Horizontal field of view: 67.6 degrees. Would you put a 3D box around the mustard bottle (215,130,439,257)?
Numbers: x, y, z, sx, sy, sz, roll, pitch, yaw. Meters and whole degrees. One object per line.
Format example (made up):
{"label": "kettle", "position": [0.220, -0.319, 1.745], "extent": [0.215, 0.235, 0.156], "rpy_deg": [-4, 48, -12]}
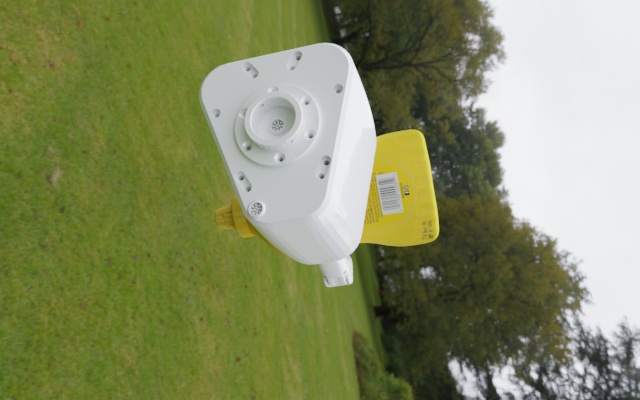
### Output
{"label": "mustard bottle", "position": [0.000, 0.001, 0.418], "extent": [0.191, 0.096, 0.058], "rpy_deg": [-10, 7, 9]}
